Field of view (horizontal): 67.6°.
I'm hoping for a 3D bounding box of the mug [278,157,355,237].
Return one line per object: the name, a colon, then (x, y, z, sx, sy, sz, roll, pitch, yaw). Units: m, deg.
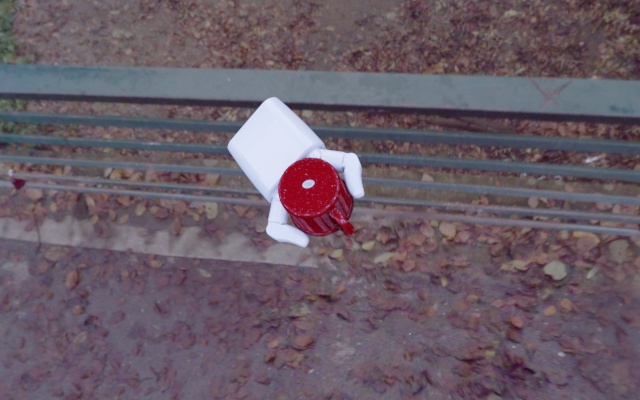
mug: (0.001, 0.003, 0.624, 0.093, 0.117, 0.081, -42, -20, -3)
